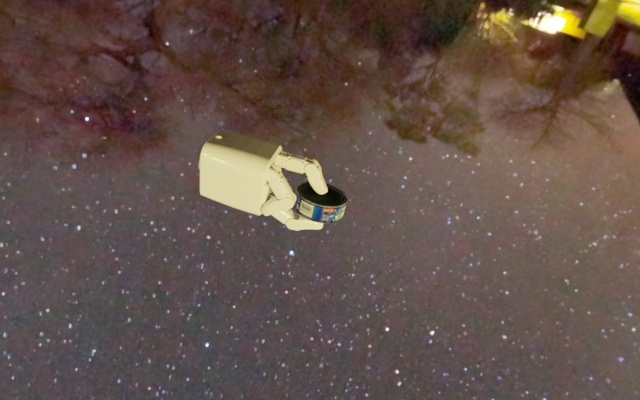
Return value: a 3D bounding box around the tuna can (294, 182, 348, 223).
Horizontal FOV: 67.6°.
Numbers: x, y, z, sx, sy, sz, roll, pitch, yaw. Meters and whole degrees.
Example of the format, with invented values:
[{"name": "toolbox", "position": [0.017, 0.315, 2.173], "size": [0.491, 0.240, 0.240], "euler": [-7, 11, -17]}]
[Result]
[{"name": "tuna can", "position": [0.000, 0.003, 0.793], "size": [0.086, 0.034, 0.086], "euler": [11, 26, -5]}]
